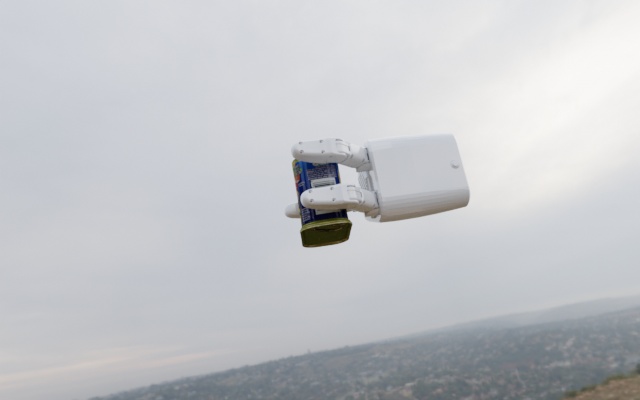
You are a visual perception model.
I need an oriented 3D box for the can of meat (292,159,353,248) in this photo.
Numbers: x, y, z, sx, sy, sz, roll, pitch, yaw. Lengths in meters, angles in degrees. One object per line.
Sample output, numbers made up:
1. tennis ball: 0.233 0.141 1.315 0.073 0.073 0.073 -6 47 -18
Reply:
1. can of meat: 0.000 0.002 0.554 0.057 0.084 0.102 -9 -17 -2
